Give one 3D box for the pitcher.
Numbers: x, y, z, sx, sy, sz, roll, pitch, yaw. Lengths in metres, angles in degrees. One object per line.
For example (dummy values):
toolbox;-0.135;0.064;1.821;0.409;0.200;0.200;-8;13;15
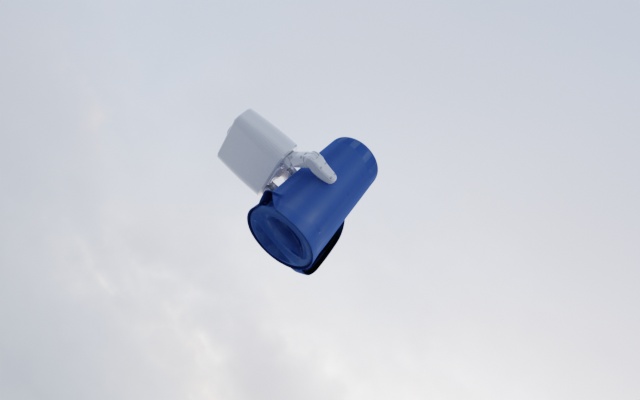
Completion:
pitcher;0.000;0.003;0.834;0.242;0.145;0.149;-46;-5;-35
